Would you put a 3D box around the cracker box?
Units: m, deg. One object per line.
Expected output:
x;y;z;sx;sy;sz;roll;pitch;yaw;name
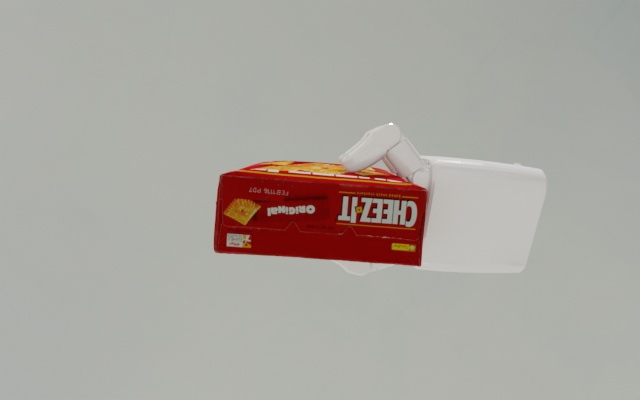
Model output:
0.000;0.002;0.470;0.164;0.072;0.213;4;6;-1;cracker box
